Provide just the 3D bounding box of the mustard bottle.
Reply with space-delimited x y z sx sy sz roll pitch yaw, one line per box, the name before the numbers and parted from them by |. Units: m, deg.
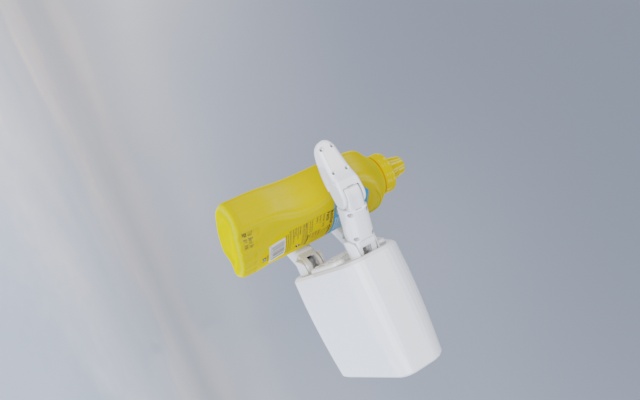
mustard bottle | 0.000 0.001 0.449 0.191 0.058 0.096 -25 -26 -21
